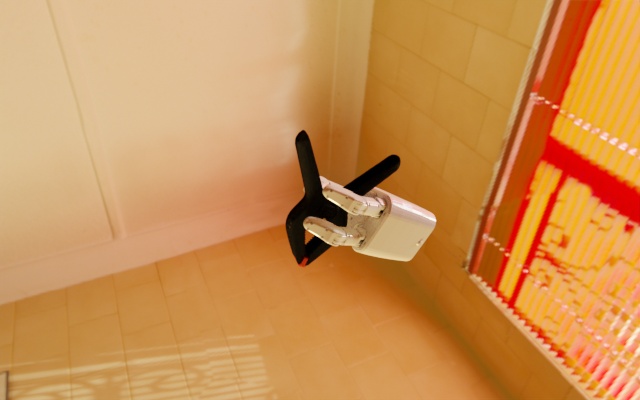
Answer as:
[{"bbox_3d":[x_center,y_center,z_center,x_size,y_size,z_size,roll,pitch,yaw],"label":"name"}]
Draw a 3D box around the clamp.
[{"bbox_3d":[0.000,0.002,0.674,0.164,0.210,0.036,18,23,-31],"label":"clamp"}]
